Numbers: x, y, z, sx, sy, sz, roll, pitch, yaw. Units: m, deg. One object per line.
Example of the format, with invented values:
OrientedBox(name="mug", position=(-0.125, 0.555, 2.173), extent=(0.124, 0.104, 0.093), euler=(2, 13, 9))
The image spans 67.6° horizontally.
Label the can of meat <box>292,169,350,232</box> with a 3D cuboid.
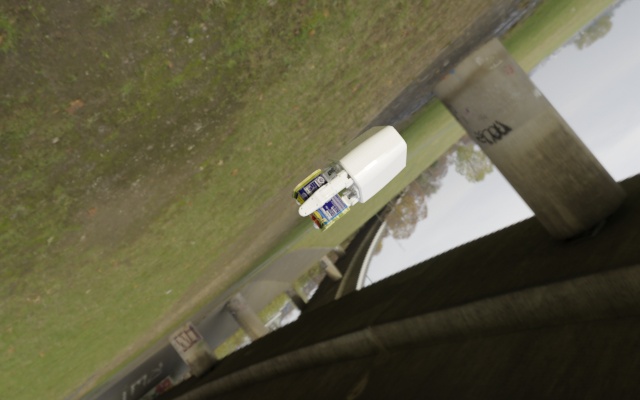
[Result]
OrientedBox(name="can of meat", position=(0.000, 0.003, 0.813), extent=(0.057, 0.084, 0.102), euler=(-39, -3, -9))
